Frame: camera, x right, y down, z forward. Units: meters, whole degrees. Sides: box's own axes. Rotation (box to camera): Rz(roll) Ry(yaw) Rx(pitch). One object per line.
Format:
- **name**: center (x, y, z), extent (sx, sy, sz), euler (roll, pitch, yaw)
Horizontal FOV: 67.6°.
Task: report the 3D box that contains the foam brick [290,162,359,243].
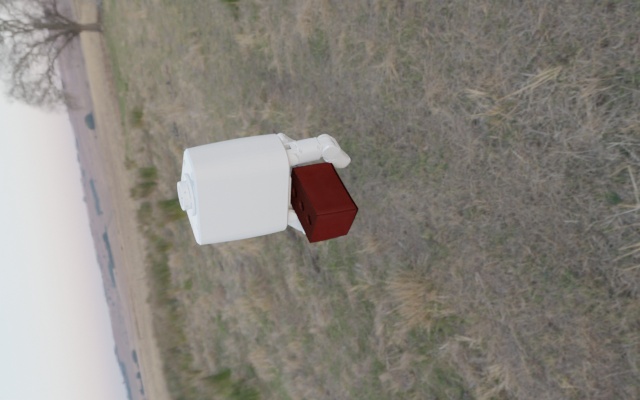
- **foam brick**: center (0.000, 0.002, 0.560), extent (0.051, 0.078, 0.053), euler (-11, -37, -24)
